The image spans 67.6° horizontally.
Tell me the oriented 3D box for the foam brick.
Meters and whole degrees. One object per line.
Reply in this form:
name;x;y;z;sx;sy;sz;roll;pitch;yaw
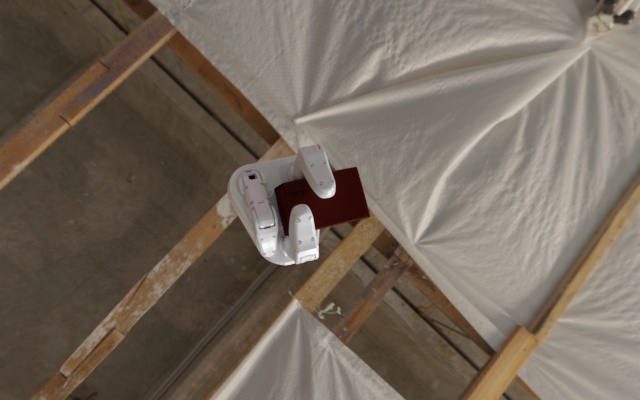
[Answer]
foam brick;0.000;0.002;0.473;0.078;0.053;0.051;-12;-1;-14
